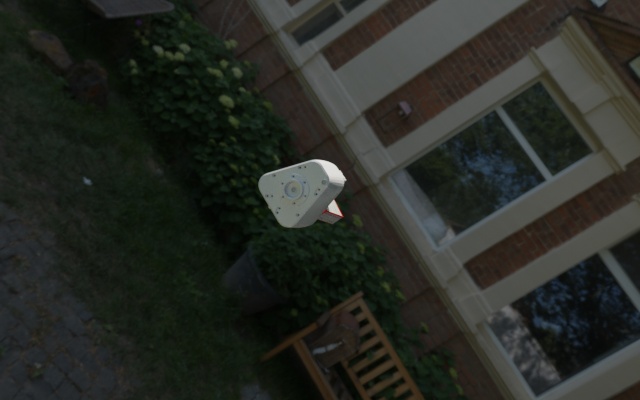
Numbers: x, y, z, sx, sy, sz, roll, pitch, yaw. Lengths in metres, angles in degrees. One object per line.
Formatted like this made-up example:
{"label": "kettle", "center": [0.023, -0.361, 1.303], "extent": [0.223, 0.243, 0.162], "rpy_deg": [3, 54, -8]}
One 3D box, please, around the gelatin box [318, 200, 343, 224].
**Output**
{"label": "gelatin box", "center": [0.001, 0.003, 0.895], "extent": [0.030, 0.073, 0.089], "rpy_deg": [-34, -20, 15]}
